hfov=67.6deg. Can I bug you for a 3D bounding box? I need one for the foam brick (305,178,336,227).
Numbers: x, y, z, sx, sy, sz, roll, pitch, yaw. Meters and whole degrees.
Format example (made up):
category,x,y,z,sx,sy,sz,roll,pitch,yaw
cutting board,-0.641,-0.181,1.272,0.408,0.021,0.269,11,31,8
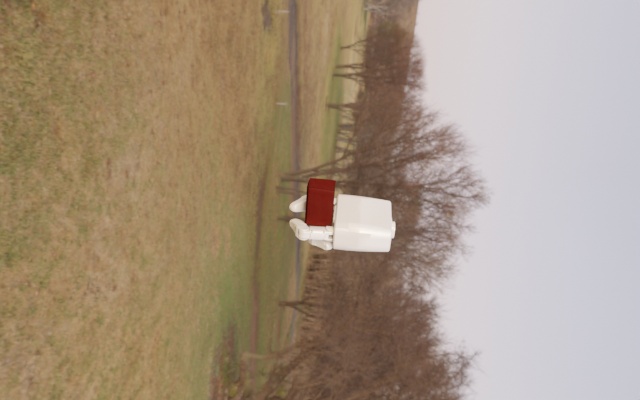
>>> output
category,x,y,z,sx,sy,sz,roll,pitch,yaw
foam brick,0.000,0.003,0.896,0.051,0.078,0.053,5,24,3
